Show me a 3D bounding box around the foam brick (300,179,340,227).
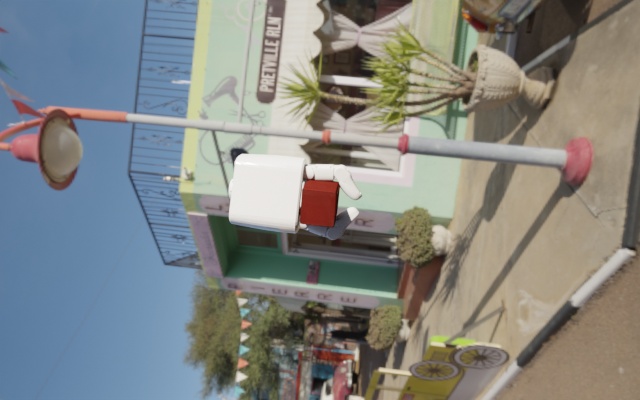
[{"bbox_3d":[0.000,0.002,0.709,0.051,0.053,0.078,6,15,4],"label":"foam brick"}]
